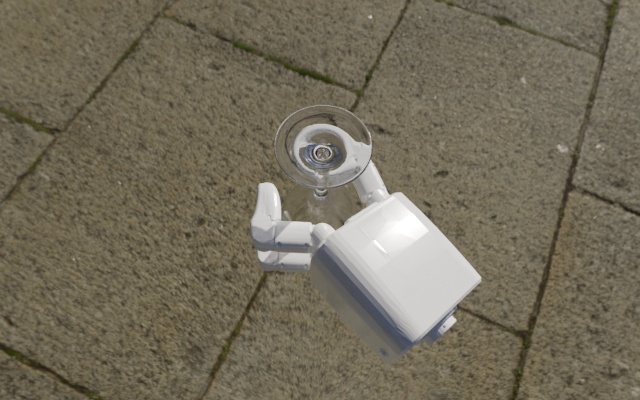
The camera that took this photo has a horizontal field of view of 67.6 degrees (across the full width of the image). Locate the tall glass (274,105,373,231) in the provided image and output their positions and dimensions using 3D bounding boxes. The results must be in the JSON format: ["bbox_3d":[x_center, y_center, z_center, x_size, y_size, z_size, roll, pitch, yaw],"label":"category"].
[{"bbox_3d":[0.000,0.001,0.447,0.079,0.079,0.201,0,-25,-2],"label":"tall glass"}]
